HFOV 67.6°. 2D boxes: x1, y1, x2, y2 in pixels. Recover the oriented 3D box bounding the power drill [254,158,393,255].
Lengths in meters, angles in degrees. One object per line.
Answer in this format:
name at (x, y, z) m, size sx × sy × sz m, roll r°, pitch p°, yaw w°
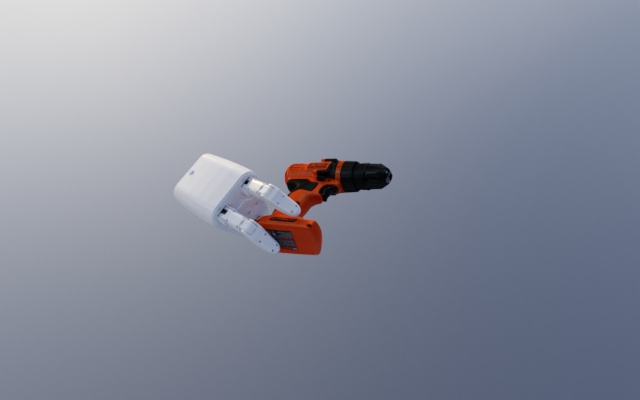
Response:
power drill at (0.000, 0.003, 0.724) m, size 0.184 × 0.057 × 0.187 m, roll 0°, pitch 34°, yaw 29°
